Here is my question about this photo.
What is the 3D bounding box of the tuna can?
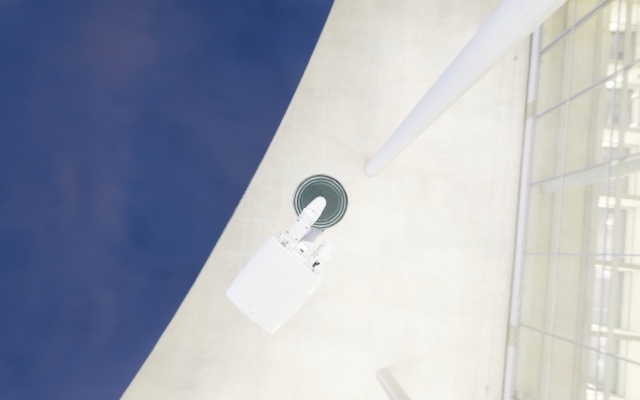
[{"bbox_3d":[0.000,0.002,0.743,0.086,0.086,0.034,0,-2,1],"label":"tuna can"}]
